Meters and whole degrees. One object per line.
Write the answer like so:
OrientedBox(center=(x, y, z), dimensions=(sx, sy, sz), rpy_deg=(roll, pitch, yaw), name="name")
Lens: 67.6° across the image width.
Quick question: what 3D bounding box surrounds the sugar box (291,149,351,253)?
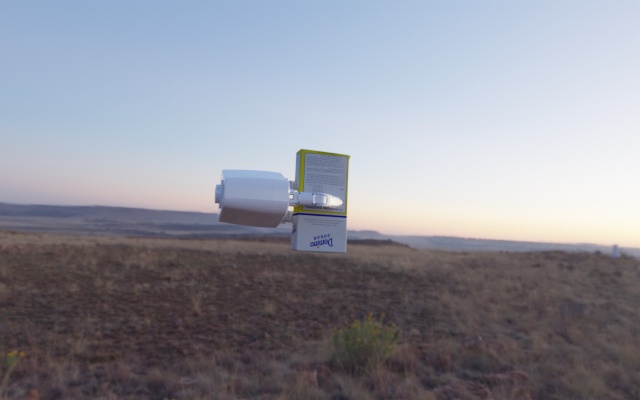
OrientedBox(center=(0.000, 0.003, 0.841), dimensions=(0.093, 0.176, 0.048), rpy_deg=(5, -4, -16), name="sugar box")
